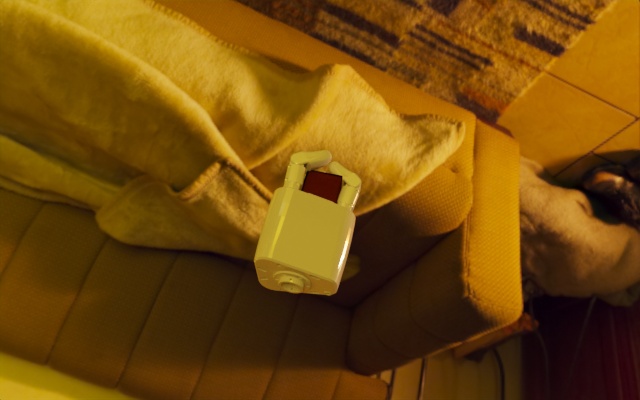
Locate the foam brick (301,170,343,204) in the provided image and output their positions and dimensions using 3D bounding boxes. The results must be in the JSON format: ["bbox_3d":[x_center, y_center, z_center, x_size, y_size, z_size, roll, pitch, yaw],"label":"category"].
[{"bbox_3d":[0.000,0.002,0.678,0.053,0.051,0.078,10,-34,7],"label":"foam brick"}]
